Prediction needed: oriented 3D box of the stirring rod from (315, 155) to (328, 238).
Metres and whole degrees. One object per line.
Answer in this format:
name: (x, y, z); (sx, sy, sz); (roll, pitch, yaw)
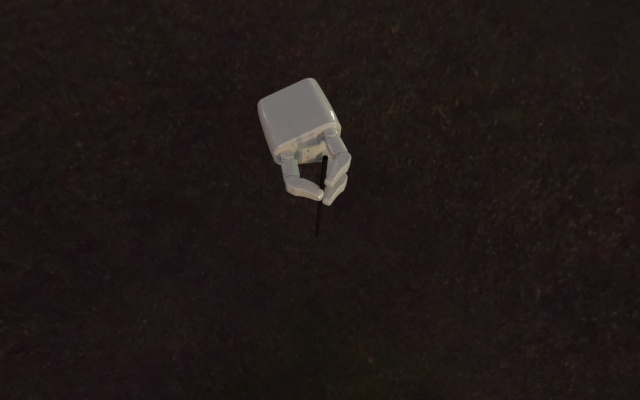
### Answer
stirring rod: (0.000, 0.002, 0.749); (0.011, 0.011, 0.240); (0, -30, -4)
